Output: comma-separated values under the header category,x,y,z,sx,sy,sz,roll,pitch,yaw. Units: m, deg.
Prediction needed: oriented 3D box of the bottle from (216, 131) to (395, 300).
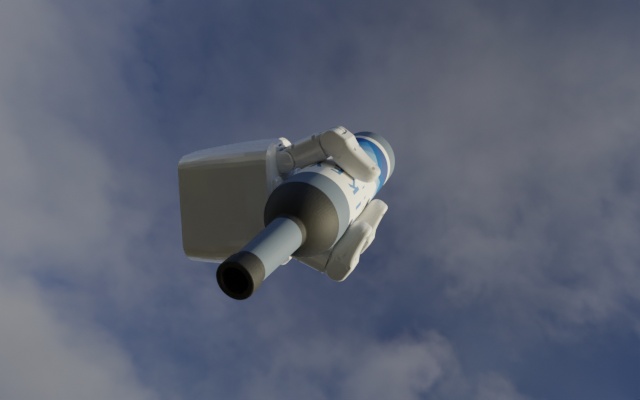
category,x,y,z,sx,sy,sz,roll,pitch,yaw
bottle,0.000,0.001,0.422,0.069,0.069,0.295,0,19,22
